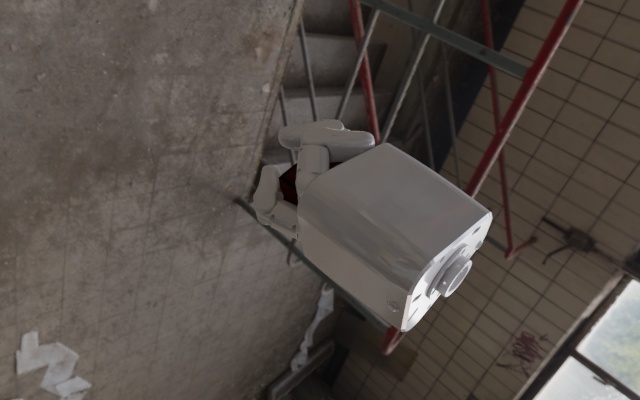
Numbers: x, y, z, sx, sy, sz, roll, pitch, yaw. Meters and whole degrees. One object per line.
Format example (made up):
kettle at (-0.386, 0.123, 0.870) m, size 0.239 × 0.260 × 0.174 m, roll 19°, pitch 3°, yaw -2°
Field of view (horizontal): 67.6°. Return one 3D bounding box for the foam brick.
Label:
foam brick at (0.000, 0.002, 0.444) m, size 0.051 × 0.078 × 0.053 m, roll 36°, pitch 62°, yaw 27°
